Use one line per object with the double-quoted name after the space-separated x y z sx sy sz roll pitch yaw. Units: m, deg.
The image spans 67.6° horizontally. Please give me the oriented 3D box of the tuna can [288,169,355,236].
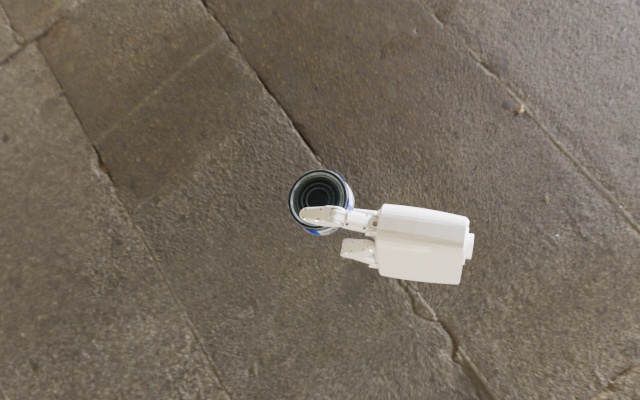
0.000 0.002 0.638 0.086 0.086 0.034 0 -15 17 "tuna can"
